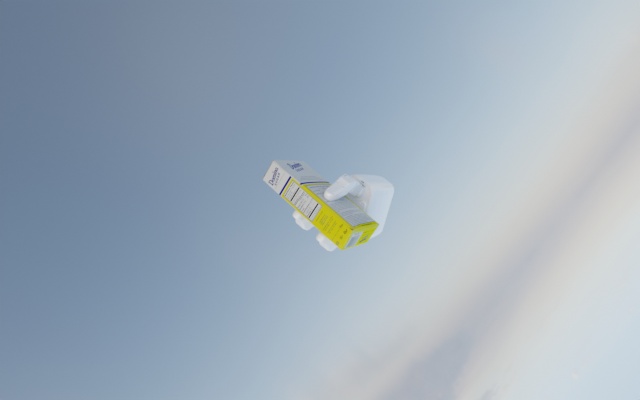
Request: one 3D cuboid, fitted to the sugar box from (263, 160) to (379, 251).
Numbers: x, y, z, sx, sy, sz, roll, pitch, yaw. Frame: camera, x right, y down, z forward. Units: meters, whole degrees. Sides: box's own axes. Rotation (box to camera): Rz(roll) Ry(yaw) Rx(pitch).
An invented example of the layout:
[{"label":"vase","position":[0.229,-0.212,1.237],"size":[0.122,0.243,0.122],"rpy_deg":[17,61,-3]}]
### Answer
[{"label":"sugar box","position":[0.000,0.003,0.755],"size":[0.176,0.048,0.093],"rpy_deg":[39,20,23]}]
